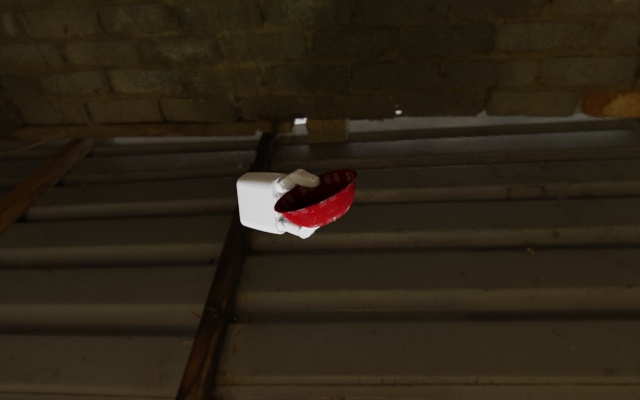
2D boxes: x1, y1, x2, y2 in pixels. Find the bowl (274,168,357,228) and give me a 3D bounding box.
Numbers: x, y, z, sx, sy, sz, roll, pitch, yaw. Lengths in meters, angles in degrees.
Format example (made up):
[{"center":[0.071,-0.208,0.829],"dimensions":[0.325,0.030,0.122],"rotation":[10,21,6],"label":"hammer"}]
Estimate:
[{"center":[0.001,0.003,0.856],"dimensions":[0.162,0.055,0.162],"rotation":[-22,17,7],"label":"bowl"}]
